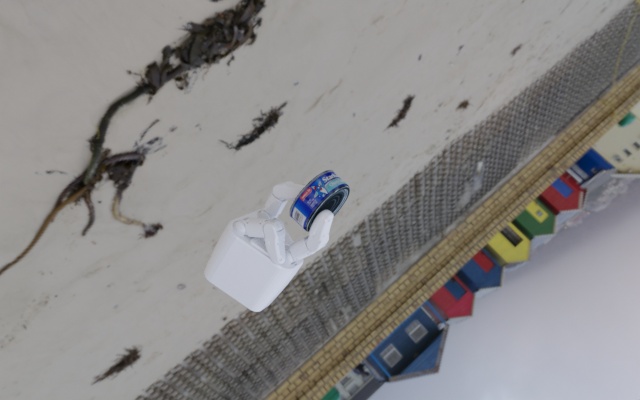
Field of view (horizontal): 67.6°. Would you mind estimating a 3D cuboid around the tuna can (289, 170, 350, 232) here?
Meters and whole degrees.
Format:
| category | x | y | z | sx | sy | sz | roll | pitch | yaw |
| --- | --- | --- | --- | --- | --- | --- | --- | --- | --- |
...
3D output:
| category | x | y | z | sx | sy | sz | roll | pitch | yaw |
| --- | --- | --- | --- | --- | --- | --- | --- | --- | --- |
| tuna can | 0.001 | 0.002 | 0.648 | 0.033 | 0.086 | 0.086 | 43 | 16 | 18 |
